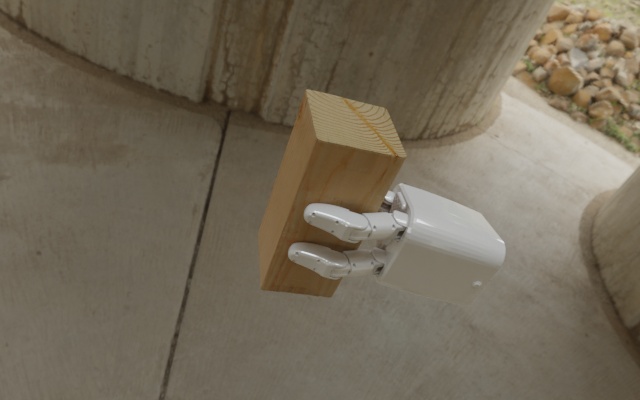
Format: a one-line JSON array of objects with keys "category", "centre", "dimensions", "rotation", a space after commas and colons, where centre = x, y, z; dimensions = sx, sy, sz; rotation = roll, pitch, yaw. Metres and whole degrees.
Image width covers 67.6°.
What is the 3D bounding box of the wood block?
[{"category": "wood block", "centre": [0.000, 0.001, 0.510], "dimensions": [0.090, 0.206, 0.090], "rotation": [10, 39, -17]}]
